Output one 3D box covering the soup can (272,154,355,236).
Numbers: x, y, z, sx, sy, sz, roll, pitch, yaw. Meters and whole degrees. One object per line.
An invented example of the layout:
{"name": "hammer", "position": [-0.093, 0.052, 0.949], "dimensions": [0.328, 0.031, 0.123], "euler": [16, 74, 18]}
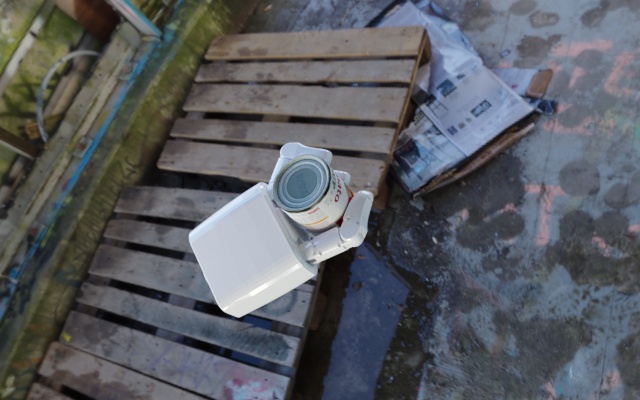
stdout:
{"name": "soup can", "position": [0.000, 0.001, 0.523], "dimensions": [0.068, 0.068, 0.102], "euler": [0, -24, 27]}
